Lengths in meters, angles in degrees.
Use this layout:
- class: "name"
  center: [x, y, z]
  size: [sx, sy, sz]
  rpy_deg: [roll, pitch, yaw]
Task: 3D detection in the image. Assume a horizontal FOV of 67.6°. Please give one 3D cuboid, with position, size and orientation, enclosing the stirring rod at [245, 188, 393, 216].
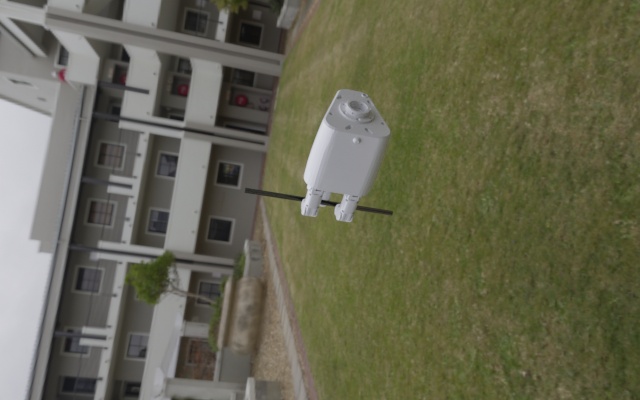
- class: "stirring rod"
  center: [0.000, 0.002, 0.760]
  size: [0.239, 0.011, 0.011]
  rpy_deg: [9, -2, -10]
